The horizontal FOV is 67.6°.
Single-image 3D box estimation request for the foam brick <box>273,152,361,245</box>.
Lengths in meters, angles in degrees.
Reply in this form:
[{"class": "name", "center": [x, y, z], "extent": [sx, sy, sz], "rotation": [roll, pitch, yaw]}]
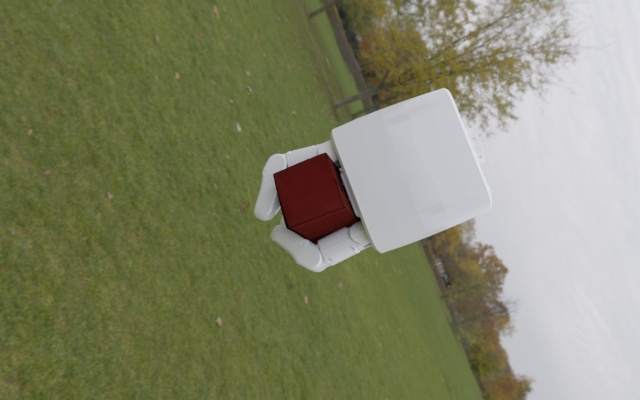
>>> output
[{"class": "foam brick", "center": [0.000, 0.001, 0.420], "extent": [0.051, 0.053, 0.078], "rotation": [-21, -20, 11]}]
